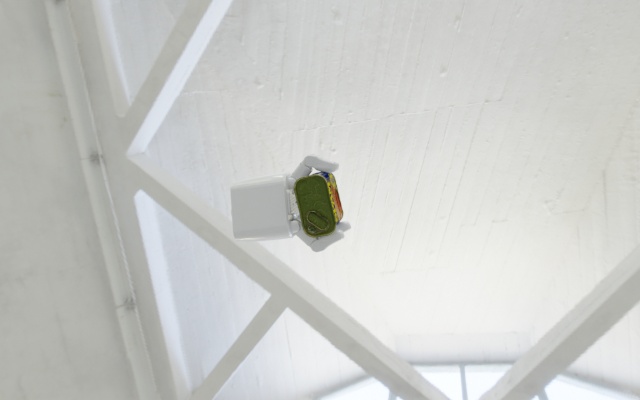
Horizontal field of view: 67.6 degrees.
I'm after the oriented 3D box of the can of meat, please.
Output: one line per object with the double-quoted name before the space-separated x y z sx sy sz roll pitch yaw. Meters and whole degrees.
"can of meat" 0.000 0.002 0.807 0.057 0.102 0.084 -11 7 15
